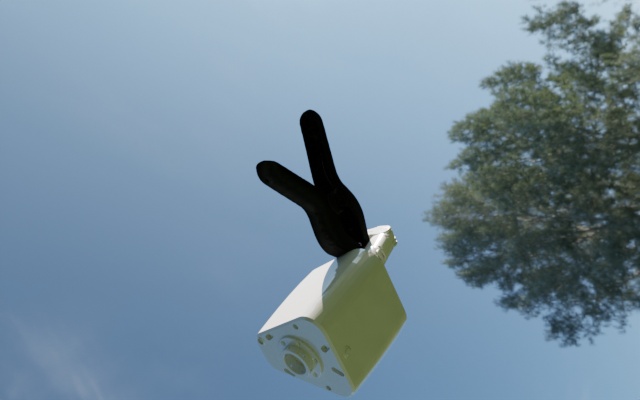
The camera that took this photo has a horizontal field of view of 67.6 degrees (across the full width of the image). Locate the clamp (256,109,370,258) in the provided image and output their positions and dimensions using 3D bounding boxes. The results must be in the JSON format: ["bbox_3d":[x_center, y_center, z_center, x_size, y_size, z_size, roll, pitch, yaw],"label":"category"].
[{"bbox_3d":[0.000,0.002,0.487,0.039,0.171,0.120,-16,18,41],"label":"clamp"}]
